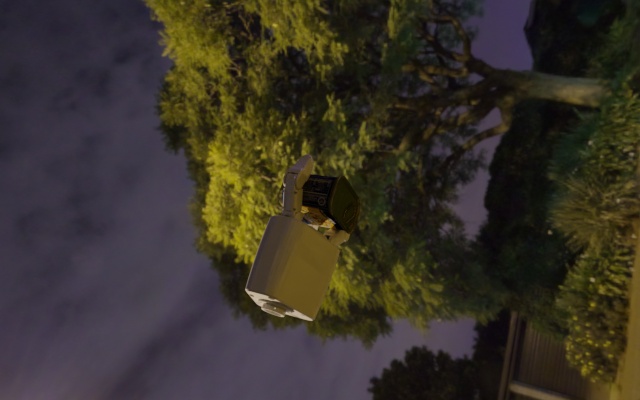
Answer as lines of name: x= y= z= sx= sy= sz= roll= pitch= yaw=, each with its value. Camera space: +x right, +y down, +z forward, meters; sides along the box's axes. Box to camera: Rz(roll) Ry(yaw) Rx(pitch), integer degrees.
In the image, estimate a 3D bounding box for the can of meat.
can of meat: x=0.000 y=0.002 z=0.678 sx=0.084 sy=0.057 sz=0.102 roll=8 pitch=-21 yaw=26
